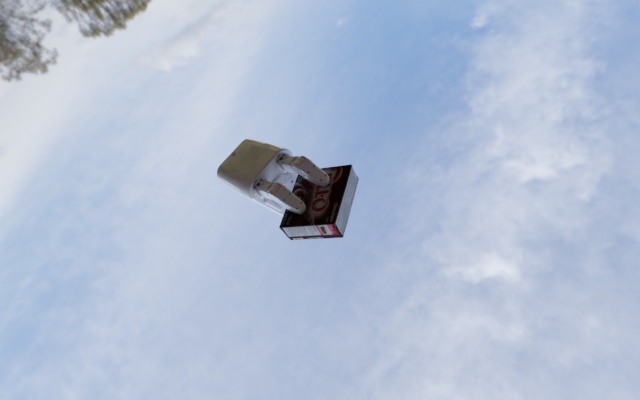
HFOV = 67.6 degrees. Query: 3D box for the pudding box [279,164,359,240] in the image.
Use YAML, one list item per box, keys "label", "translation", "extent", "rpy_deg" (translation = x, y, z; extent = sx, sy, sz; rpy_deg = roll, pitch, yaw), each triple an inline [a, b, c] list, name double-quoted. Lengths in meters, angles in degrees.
- label: "pudding box"
  translation: [0.000, 0.002, 0.696]
  extent: [0.090, 0.113, 0.039]
  rpy_deg: [-6, -40, 29]
